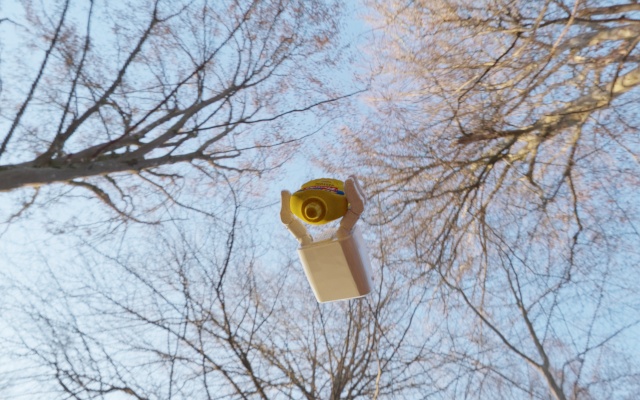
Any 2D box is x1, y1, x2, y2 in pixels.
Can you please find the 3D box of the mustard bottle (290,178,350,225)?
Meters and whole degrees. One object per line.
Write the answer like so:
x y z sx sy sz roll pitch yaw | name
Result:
0.000 0.002 0.803 0.096 0.058 0.191 6 11 7 | mustard bottle
